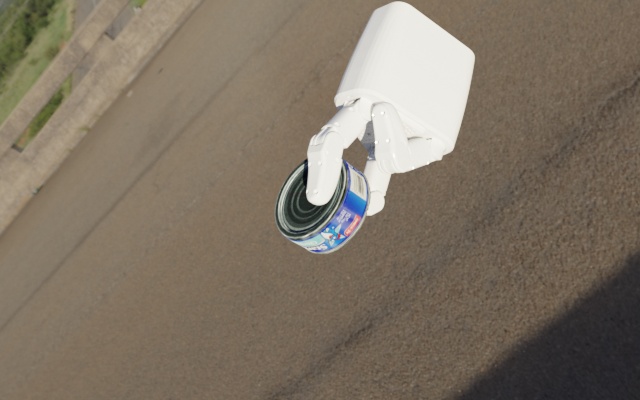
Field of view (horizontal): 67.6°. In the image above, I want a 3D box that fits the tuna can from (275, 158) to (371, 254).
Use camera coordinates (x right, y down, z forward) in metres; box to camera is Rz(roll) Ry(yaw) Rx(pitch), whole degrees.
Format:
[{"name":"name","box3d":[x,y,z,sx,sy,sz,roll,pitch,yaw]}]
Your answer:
[{"name":"tuna can","box3d":[0.000,0.001,0.420,0.086,0.086,0.034,0,-25,46]}]
